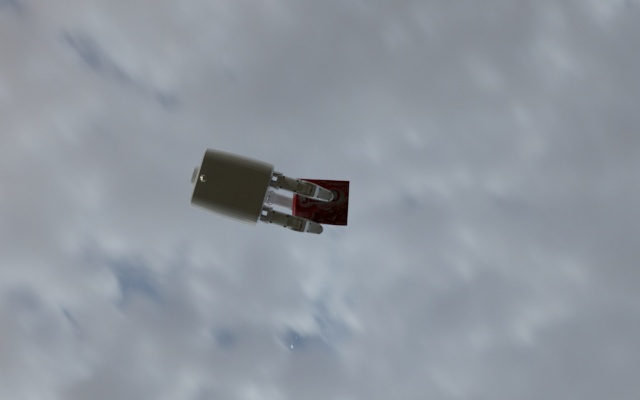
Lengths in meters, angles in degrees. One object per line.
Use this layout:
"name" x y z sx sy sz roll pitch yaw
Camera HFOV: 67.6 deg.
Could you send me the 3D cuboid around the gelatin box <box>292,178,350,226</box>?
"gelatin box" 0.000 0.003 0.764 0.089 0.073 0.030 3 1 -14
